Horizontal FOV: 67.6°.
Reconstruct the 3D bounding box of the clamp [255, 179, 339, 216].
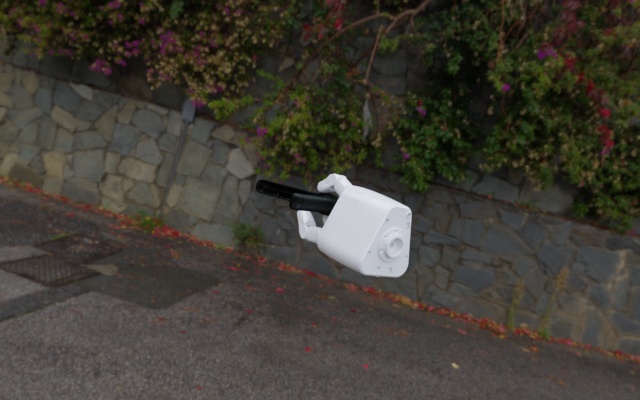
[{"bbox_3d":[0.001,0.002,0.810,0.210,0.036,0.164,11,6,-35],"label":"clamp"}]
